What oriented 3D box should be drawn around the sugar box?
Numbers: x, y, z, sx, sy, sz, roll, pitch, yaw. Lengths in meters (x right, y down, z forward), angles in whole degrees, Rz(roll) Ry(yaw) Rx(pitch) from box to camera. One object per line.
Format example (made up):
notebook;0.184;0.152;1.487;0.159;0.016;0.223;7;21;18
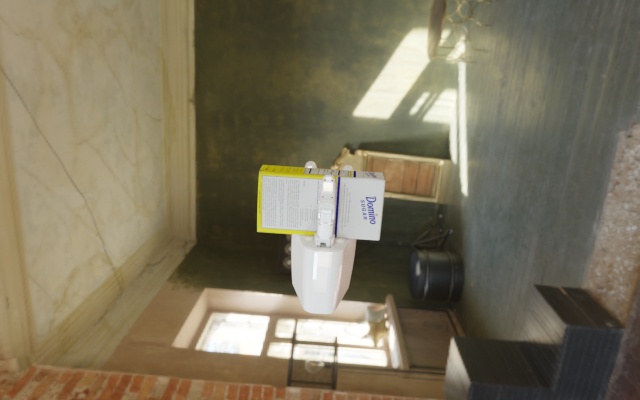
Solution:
sugar box;0.000;0.002;0.682;0.176;0.093;0.048;4;19;0
